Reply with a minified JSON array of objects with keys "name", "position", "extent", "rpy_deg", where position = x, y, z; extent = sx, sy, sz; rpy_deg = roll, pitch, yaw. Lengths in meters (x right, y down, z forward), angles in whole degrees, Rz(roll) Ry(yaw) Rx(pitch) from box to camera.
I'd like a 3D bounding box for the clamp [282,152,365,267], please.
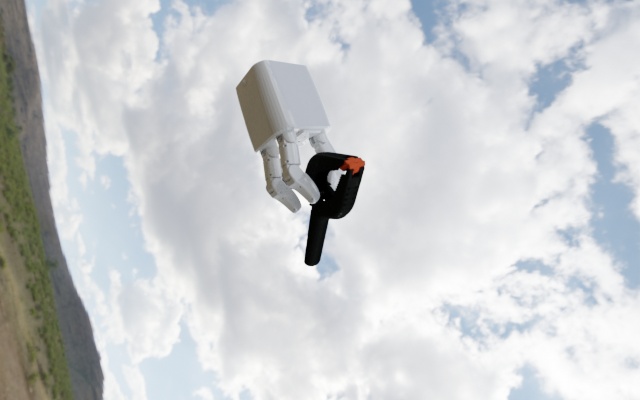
[{"name":"clamp","position":[0.001,0.002,0.676],"extent":[0.036,0.164,0.210],"rpy_deg":[-17,-7,-34]}]
